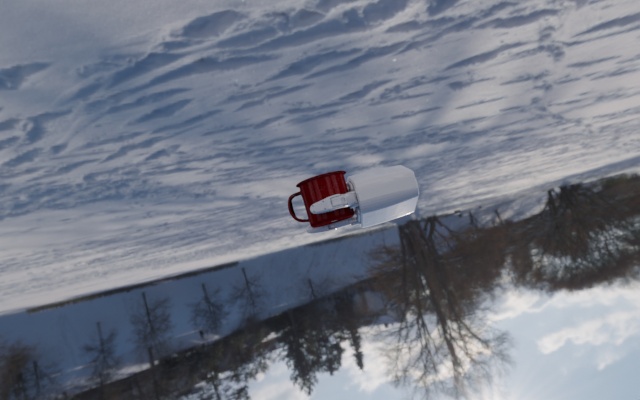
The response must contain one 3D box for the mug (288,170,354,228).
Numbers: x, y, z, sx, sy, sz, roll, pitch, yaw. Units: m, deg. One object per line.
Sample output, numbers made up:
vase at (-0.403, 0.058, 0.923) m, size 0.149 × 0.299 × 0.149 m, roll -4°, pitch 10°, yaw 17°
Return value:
mug at (-0.001, 0.003, 0.848) m, size 0.117 × 0.081 × 0.093 m, roll -16°, pitch -6°, yaw -1°
